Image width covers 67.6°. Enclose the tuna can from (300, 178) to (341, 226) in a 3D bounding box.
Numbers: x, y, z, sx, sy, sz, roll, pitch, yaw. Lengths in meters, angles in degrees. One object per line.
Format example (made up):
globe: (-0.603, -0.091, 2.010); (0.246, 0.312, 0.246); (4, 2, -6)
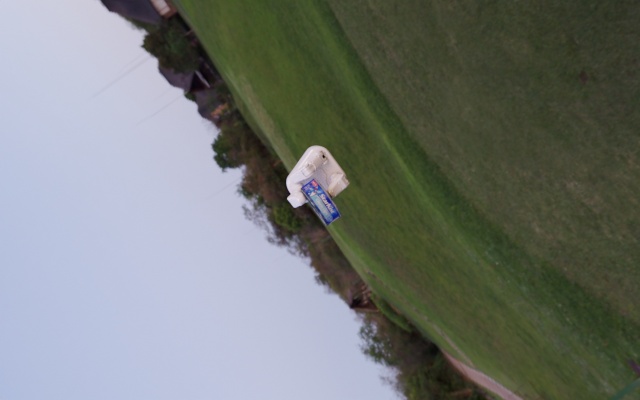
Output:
tuna can: (0.000, 0.003, 0.869); (0.034, 0.086, 0.086); (-35, 3, -4)
